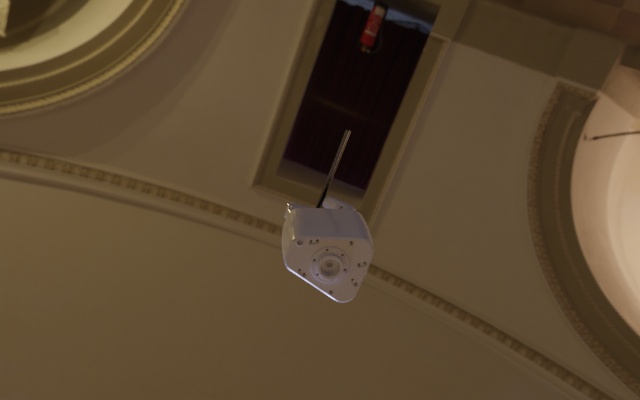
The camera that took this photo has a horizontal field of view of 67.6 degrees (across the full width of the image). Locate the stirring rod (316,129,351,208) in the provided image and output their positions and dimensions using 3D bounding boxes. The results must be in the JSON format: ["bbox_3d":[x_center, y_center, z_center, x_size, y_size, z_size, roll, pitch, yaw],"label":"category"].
[{"bbox_3d":[0.000,0.002,0.752,0.011,0.239,0.011,20,15,-5],"label":"stirring rod"}]
